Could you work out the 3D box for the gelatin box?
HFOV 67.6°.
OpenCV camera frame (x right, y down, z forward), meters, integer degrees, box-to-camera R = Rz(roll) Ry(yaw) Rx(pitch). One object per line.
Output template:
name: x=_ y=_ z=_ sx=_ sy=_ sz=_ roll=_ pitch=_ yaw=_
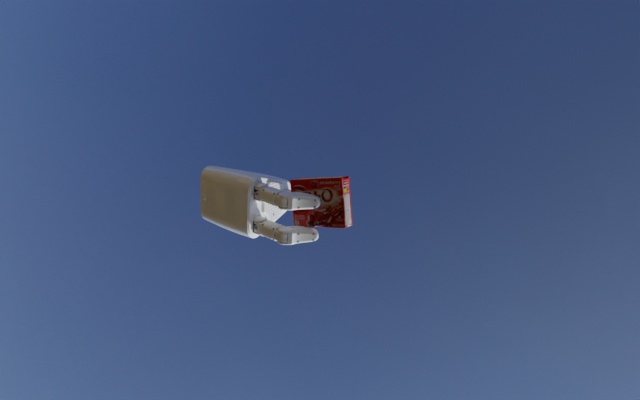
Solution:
gelatin box: x=0.001 y=0.002 z=0.703 sx=0.089 sy=0.073 sz=0.030 roll=0 pitch=8 yaw=28
